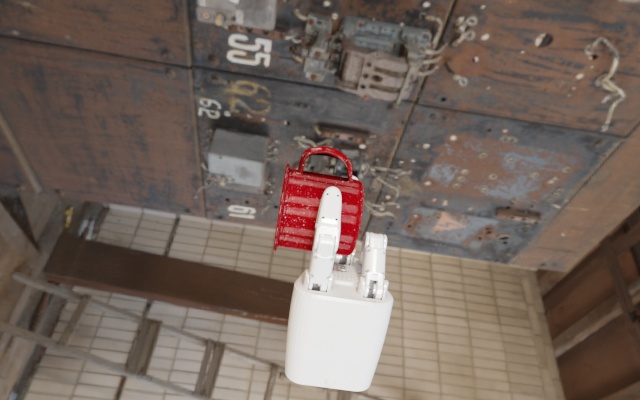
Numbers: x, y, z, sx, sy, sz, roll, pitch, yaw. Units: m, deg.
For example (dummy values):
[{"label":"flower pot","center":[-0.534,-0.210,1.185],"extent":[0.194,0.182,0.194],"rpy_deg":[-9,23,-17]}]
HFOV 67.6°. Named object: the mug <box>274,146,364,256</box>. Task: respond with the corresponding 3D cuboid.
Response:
[{"label":"mug","center":[0.001,0.000,0.496],"extent":[0.081,0.117,0.093],"rpy_deg":[9,17,-3]}]
